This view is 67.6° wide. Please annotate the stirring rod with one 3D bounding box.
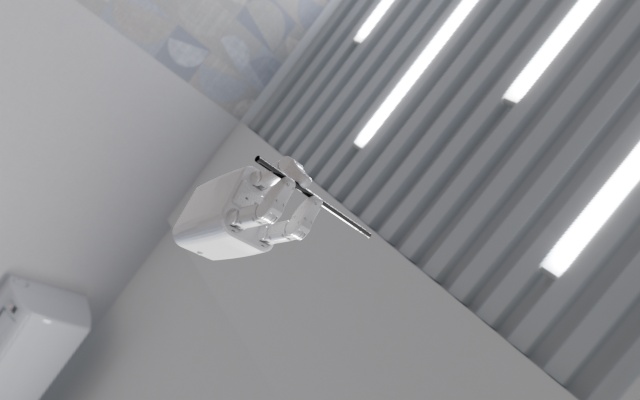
[{"bbox_3d":[0.000,0.002,0.623,0.011,0.011,0.240,0,-24,41],"label":"stirring rod"}]
